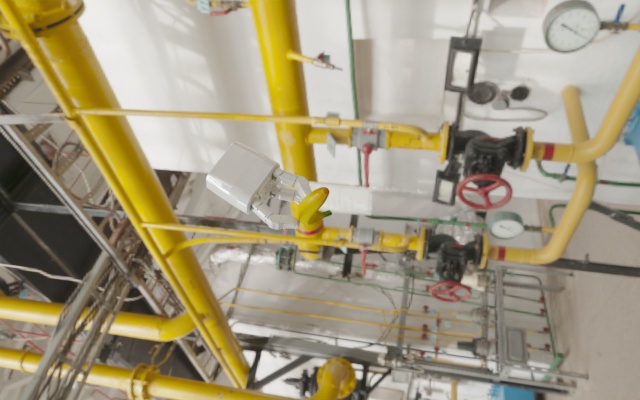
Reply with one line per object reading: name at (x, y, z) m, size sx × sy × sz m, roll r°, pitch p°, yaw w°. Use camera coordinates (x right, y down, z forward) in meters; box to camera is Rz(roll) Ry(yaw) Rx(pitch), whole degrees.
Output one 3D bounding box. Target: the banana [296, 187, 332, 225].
banana at (-0.015, 0.014, 0.895) m, size 0.069 × 0.037 × 0.198 m, roll -35°, pitch -10°, yaw -5°
